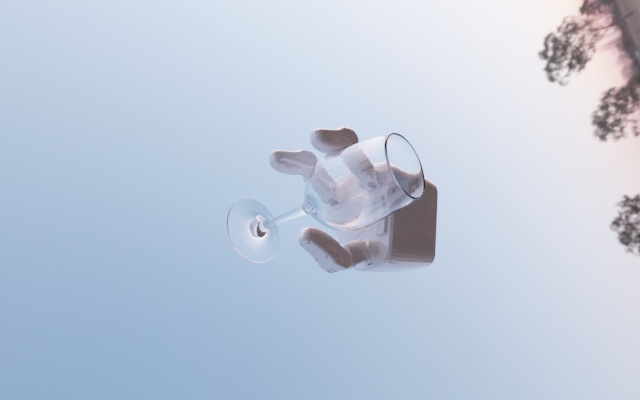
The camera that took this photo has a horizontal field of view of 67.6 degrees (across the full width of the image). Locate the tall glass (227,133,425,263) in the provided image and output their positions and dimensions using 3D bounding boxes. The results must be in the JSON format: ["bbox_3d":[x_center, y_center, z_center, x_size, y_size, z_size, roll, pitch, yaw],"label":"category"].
[{"bbox_3d":[-0.001,0.002,0.469,0.201,0.079,0.079,-23,-14,36],"label":"tall glass"}]
